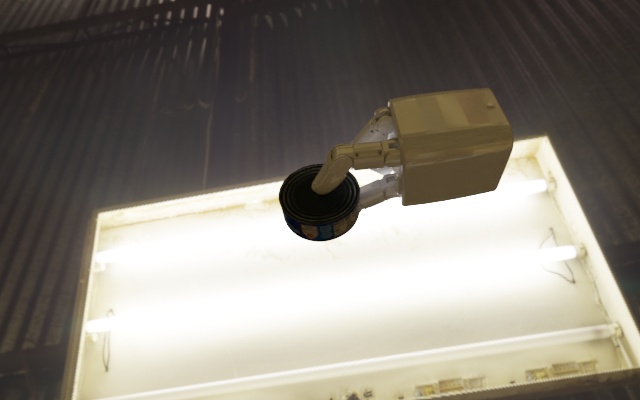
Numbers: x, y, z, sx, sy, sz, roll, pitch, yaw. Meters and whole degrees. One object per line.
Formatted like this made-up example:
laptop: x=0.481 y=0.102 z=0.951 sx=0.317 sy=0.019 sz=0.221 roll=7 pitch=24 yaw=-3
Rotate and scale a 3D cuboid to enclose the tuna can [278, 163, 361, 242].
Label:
tuna can: x=0.000 y=0.002 z=0.509 sx=0.086 sy=0.086 sz=0.034 roll=0 pitch=-42 yaw=8
